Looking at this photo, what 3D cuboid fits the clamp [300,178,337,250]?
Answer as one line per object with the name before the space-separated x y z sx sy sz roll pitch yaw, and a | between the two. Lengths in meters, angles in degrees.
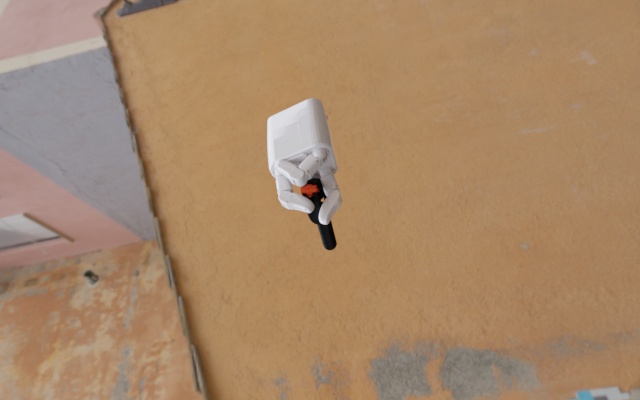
clamp | 0.000 0.003 0.841 0.039 0.120 0.172 -11 -32 6
